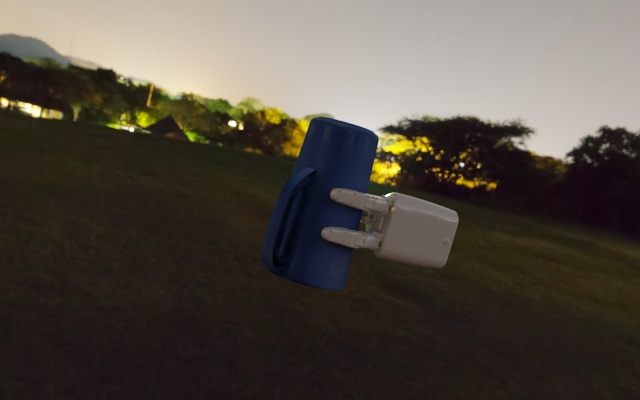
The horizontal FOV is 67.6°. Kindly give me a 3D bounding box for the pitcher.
[{"bbox_3d":[0.000,0.002,0.713,0.145,0.243,0.149,15,4,-10],"label":"pitcher"}]
